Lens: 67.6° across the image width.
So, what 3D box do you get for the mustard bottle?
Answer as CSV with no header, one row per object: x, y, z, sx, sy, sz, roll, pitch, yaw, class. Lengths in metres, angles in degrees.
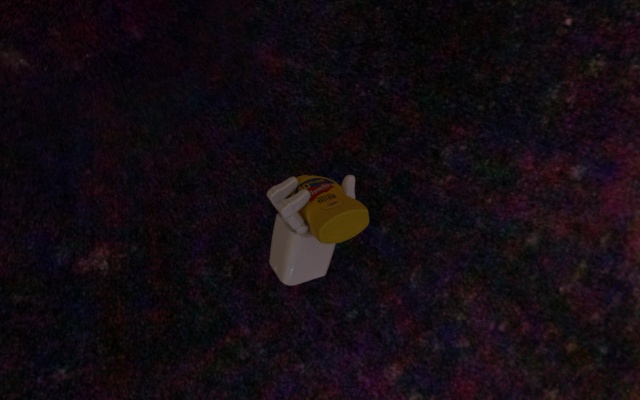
0.000,0.003,0.852,0.096,0.058,0.191,-23,34,-16,mustard bottle
